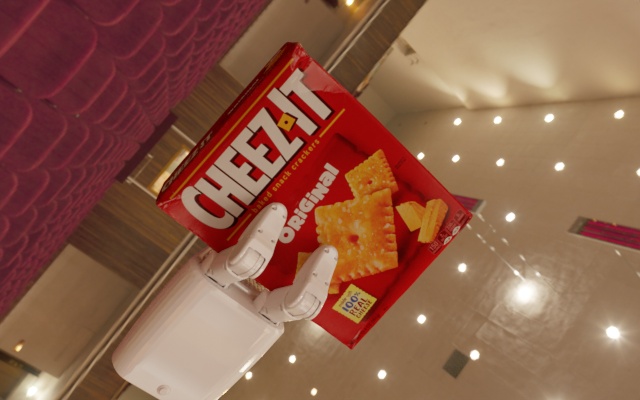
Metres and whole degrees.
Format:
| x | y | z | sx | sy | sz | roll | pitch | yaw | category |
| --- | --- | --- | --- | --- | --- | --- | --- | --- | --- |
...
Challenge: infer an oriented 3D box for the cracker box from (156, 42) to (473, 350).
| x | y | z | sx | sy | sz | roll | pitch | yaw | category |
| --- | --- | --- | --- | --- | --- | --- | --- | --- | --- |
| 0.000 | 0.001 | 0.408 | 0.214 | 0.164 | 0.072 | 41 | 5 | -20 | cracker box |
